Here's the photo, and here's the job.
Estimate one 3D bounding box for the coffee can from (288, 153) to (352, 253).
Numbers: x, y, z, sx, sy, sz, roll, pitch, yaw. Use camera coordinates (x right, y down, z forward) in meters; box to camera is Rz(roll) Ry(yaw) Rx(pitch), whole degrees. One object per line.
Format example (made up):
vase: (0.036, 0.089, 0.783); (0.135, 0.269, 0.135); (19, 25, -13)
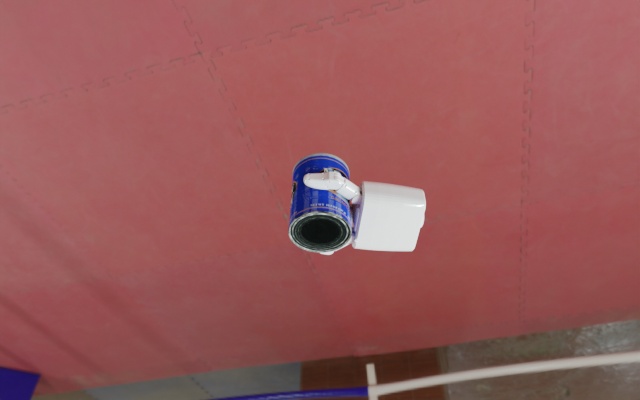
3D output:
coffee can: (0.000, 0.002, 0.815); (0.103, 0.140, 0.103); (1, -44, 0)
